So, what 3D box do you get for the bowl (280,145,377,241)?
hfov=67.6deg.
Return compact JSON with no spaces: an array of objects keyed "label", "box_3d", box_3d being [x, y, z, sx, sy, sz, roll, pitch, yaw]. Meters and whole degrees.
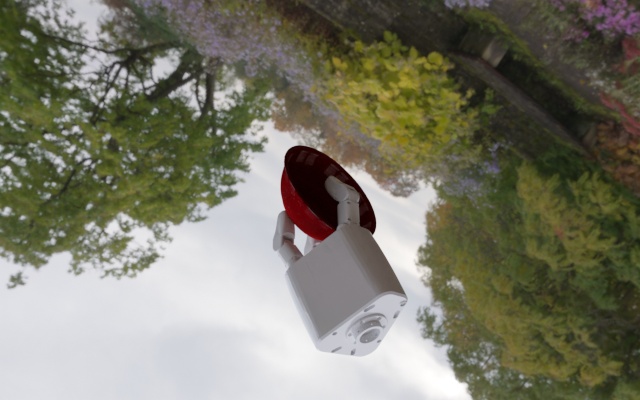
[{"label":"bowl","box_3d":[0.000,0.002,0.652,0.055,0.162,0.162,-43,-24,28]}]
